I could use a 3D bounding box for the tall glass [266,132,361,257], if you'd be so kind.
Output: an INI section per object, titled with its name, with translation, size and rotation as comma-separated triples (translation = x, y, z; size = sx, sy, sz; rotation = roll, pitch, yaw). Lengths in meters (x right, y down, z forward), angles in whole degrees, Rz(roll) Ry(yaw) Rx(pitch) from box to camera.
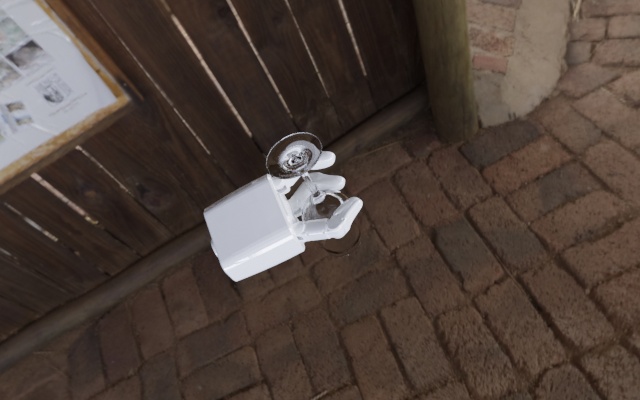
[tall glass]
translation = 0.000, 0.002, 0.657
size = 0.079, 0.079, 0.201
rotation = 0, -35, 25
